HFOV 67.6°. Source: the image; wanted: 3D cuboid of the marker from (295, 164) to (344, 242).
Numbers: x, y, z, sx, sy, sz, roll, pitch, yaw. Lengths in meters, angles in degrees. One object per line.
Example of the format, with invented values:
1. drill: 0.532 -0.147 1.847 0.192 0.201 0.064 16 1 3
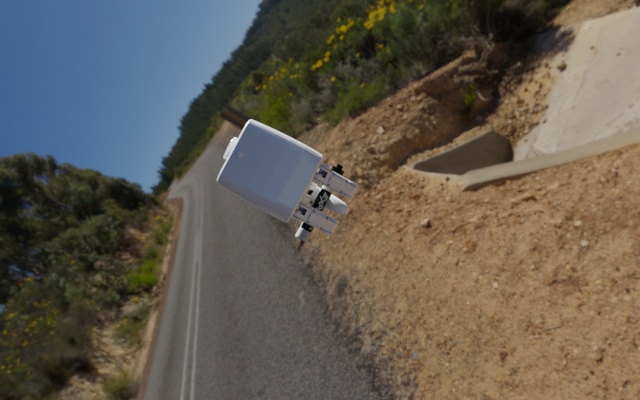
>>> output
1. marker: 0.000 0.002 0.688 0.020 0.121 0.020 28 0 0
